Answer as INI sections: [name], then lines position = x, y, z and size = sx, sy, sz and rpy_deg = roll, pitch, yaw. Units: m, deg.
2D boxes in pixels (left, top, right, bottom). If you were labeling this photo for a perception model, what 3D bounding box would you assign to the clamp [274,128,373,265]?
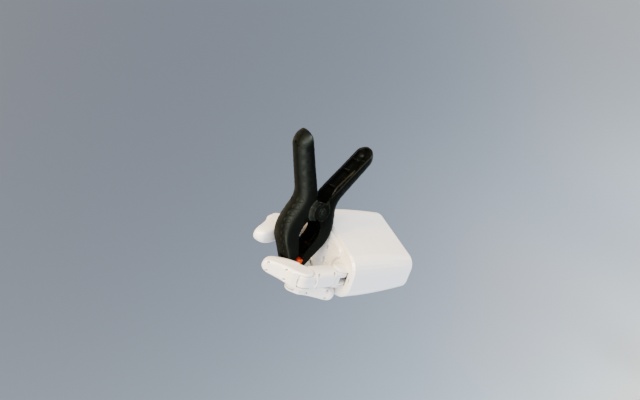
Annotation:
[clamp]
position = 0.000, 0.002, 0.557
size = 0.120, 0.171, 0.039
rpy_deg = 1, 26, -37
